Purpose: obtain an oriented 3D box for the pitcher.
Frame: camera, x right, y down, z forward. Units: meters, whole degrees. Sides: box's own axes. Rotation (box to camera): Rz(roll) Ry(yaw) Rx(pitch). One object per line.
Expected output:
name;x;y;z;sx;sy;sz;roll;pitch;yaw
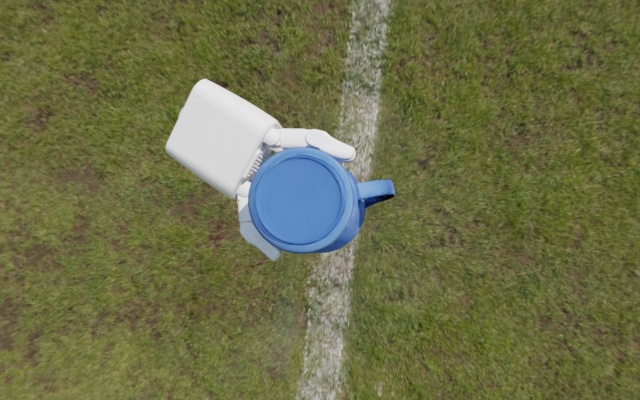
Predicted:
pitcher;0.000;0.002;0.589;0.145;0.149;0.243;34;1;5
